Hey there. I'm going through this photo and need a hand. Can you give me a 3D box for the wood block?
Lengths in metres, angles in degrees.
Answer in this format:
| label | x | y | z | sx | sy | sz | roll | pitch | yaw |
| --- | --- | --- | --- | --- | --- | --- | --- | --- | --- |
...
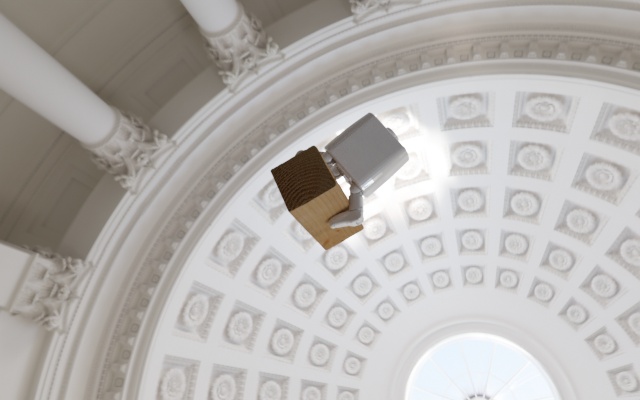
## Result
| label | x | y | z | sx | sy | sz | roll | pitch | yaw |
| --- | --- | --- | --- | --- | --- | --- | --- | --- | --- |
| wood block | 0.001 | 0.003 | 0.858 | 0.090 | 0.090 | 0.206 | -30 | -29 | 4 |
